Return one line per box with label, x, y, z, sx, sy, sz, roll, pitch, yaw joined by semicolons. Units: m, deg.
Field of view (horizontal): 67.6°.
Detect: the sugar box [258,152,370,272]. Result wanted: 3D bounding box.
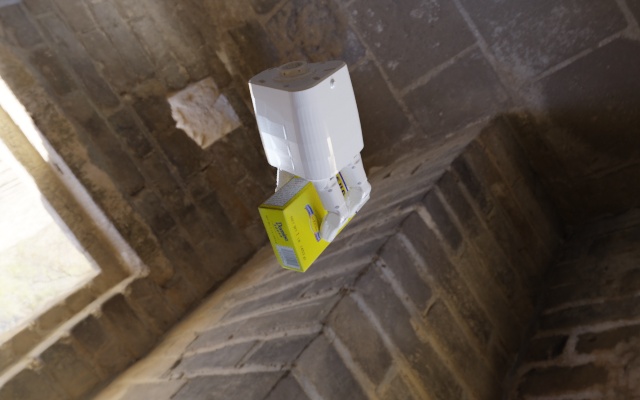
sugar box;0.000;0.002;0.621;0.048;0.093;0.176;7;37;37
